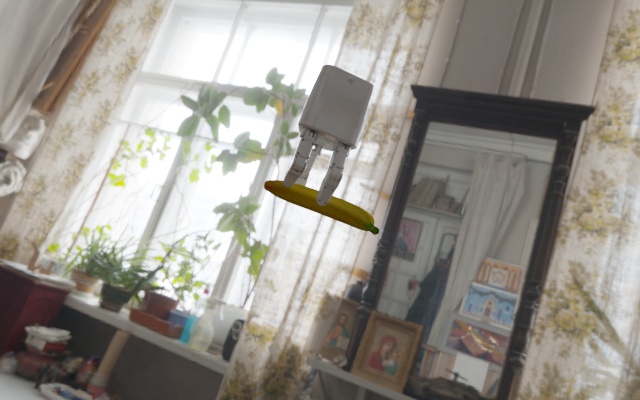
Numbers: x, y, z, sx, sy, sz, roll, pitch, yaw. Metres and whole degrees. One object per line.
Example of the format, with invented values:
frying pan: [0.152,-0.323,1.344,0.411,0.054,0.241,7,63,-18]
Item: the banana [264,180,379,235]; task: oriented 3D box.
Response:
banana: [0.006,0.006,0.770,0.198,0.037,0.069,21,-3,11]
